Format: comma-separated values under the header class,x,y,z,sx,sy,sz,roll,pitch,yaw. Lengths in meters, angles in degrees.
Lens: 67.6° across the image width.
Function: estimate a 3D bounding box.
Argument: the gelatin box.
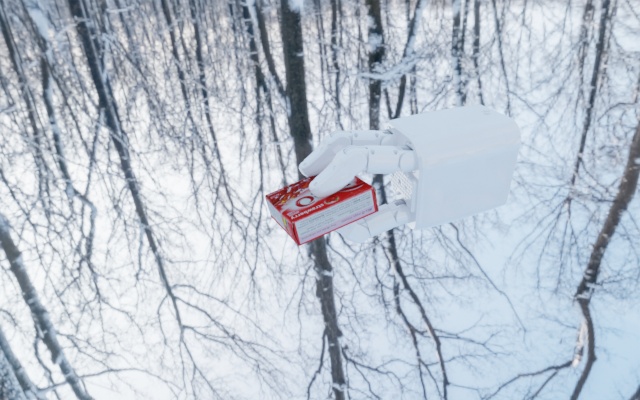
class,x,y,z,sx,sy,sz,roll,pitch,yaw
gelatin box,0.000,0.002,0.466,0.089,0.030,0.073,-23,29,-17
